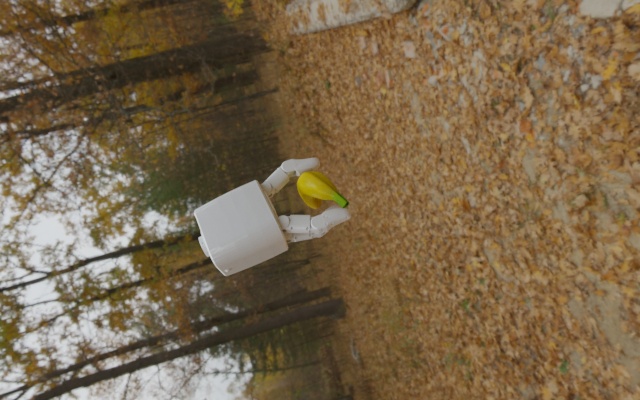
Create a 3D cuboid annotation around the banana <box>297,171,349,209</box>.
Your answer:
[{"bbox_3d":[-0.009,-0.013,0.739,0.037,0.069,0.198,-34,6,-9],"label":"banana"}]
